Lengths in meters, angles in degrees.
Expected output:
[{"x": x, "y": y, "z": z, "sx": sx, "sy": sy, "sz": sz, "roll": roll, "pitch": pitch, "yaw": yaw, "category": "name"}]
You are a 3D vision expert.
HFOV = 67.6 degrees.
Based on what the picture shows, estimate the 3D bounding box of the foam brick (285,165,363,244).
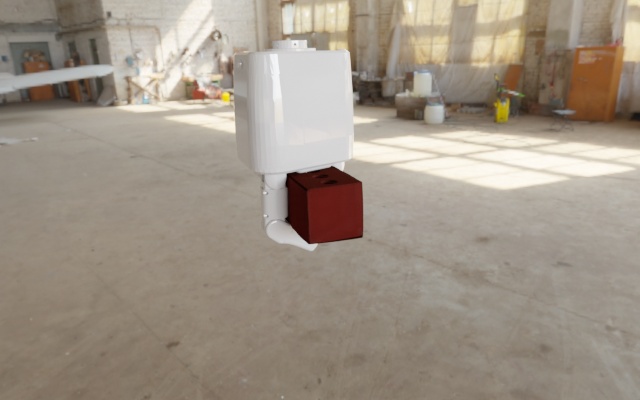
[{"x": 0.000, "y": 0.002, "z": 0.440, "sx": 0.053, "sy": 0.051, "sz": 0.078, "roll": -7, "pitch": 18, "yaw": -20, "category": "foam brick"}]
